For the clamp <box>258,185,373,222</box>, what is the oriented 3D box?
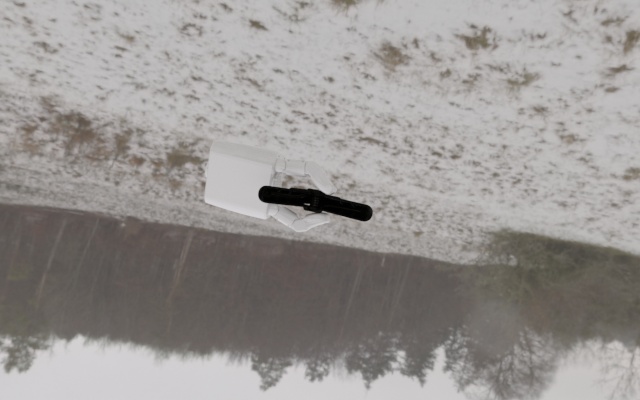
[{"bbox_3d":[0.000,0.003,0.762,0.164,0.036,0.210,12,2,4],"label":"clamp"}]
